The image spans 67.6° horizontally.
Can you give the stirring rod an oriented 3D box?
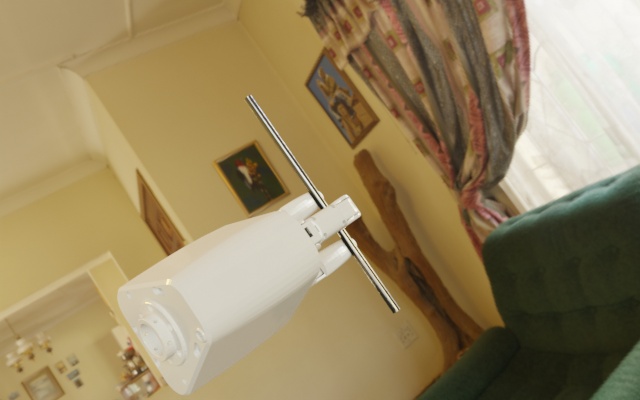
[{"bbox_3d":[0.000,0.002,0.441,0.011,0.239,0.011,-35,-5,-3],"label":"stirring rod"}]
